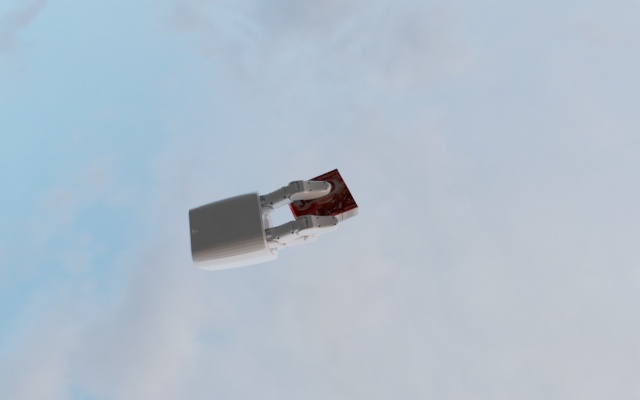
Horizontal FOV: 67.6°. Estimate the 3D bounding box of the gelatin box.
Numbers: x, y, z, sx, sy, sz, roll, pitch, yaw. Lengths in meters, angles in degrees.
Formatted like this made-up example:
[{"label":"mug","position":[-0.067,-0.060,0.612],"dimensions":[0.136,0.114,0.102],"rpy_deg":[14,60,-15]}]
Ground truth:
[{"label":"gelatin box","position":[0.000,0.002,0.695],"dimensions":[0.089,0.073,0.030],"rpy_deg":[-22,-28,-10]}]
